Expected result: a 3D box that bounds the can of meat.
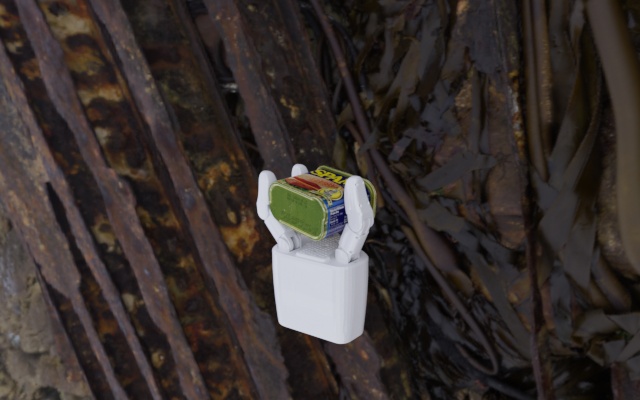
[{"bbox_3d":[0.000,0.002,0.566,0.084,0.057,0.102,-19,30,-41],"label":"can of meat"}]
